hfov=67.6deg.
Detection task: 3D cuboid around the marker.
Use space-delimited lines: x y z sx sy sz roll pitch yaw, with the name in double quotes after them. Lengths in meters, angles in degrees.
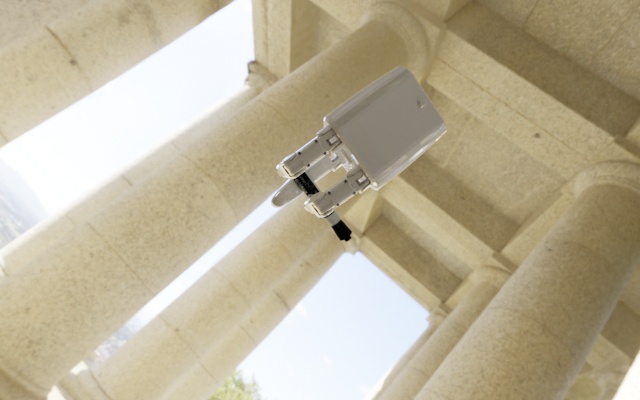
0.000 0.002 0.587 0.020 0.121 0.020 -35 12 8 "marker"
